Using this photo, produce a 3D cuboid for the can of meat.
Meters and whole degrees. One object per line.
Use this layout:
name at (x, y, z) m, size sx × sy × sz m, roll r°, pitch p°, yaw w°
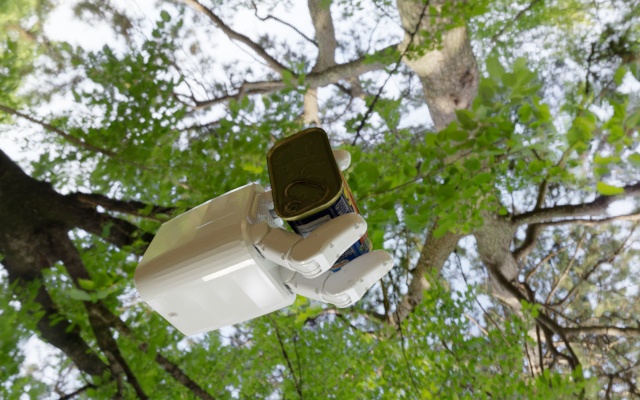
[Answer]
can of meat at (0.000, 0.001, 0.411) m, size 0.057 × 0.084 × 0.102 m, roll -23°, pitch 41°, yaw 7°
